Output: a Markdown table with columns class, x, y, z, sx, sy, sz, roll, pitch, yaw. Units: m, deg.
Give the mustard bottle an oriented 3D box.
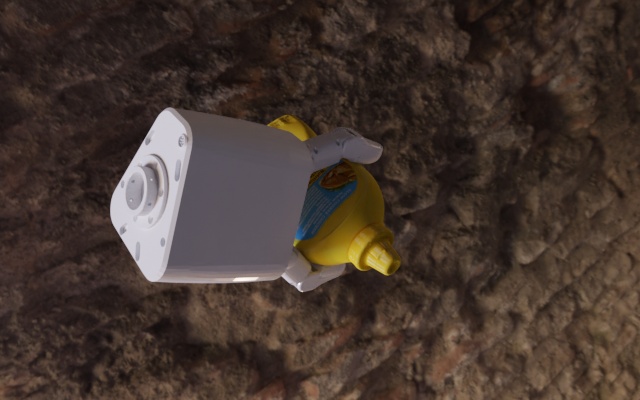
| class | x | y | z | sx | sy | sz | roll | pitch | yaw |
| --- | --- | --- | --- | --- | --- | --- | --- | --- | --- |
| mustard bottle | 0.000 | 0.001 | 0.433 | 0.191 | 0.096 | 0.058 | 41 | -1 | 37 |
